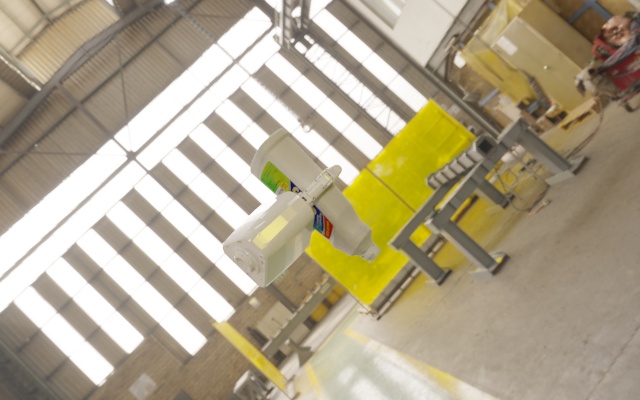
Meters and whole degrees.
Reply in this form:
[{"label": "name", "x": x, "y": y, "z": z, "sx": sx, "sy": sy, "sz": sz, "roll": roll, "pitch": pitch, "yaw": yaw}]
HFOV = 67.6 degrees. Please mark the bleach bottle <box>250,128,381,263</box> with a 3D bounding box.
[{"label": "bleach bottle", "x": 0.000, "y": 0.003, "z": 0.773, "sx": 0.068, "sy": 0.251, "sz": 0.103, "roll": -45, "pitch": -4, "yaw": -33}]
